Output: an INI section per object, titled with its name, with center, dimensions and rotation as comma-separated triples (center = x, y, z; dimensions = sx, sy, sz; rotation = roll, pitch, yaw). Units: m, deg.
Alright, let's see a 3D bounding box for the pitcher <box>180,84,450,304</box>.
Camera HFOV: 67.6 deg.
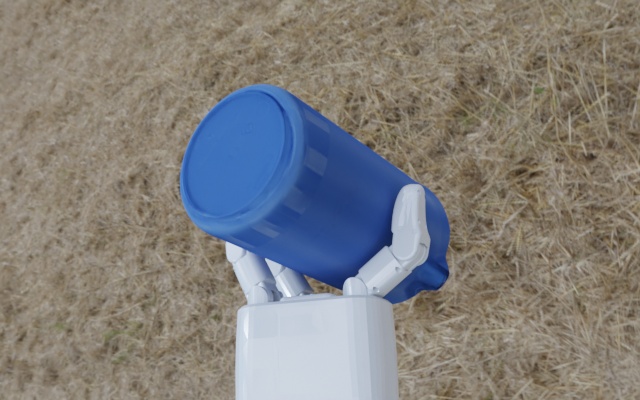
[pitcher]
center = 0.000, 0.002, 0.408
dimensions = 0.149, 0.145, 0.243
rotation = -15, -26, 29
